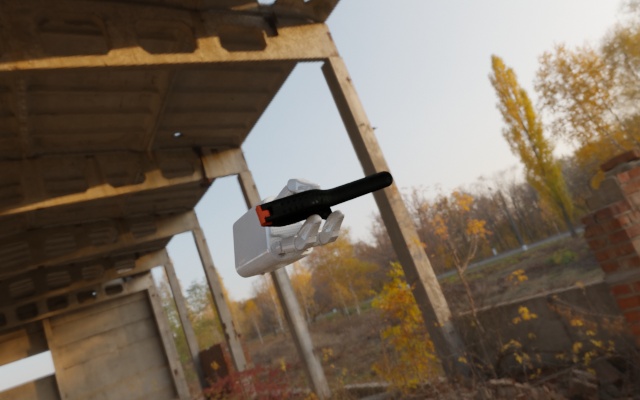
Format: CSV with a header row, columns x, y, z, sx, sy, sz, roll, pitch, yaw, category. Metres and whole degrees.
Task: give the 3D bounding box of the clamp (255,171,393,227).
x,y,z,sx,sy,sz,roll,pitch,yaw,category
-0.001,0.002,0.711,0.210,0.036,0.164,-8,-19,-48,clamp
